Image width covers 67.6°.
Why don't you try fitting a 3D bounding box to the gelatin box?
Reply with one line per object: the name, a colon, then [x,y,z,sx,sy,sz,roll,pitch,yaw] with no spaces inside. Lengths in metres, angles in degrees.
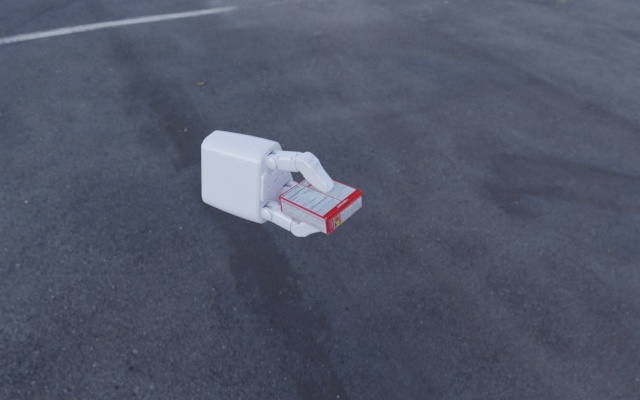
gelatin box: [0.000,0.002,0.642,0.089,0.030,0.073,23,45,36]
